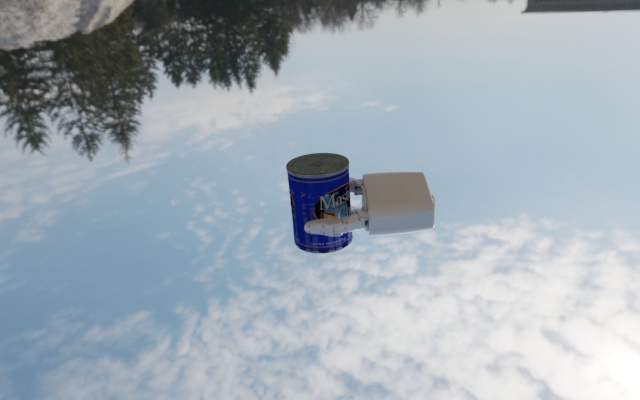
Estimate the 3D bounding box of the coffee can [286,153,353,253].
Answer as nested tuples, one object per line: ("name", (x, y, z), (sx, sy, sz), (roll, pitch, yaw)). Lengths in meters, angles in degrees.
("coffee can", (0.000, 0.003, 0.799), (0.103, 0.140, 0.102), (-4, 24, 2))
